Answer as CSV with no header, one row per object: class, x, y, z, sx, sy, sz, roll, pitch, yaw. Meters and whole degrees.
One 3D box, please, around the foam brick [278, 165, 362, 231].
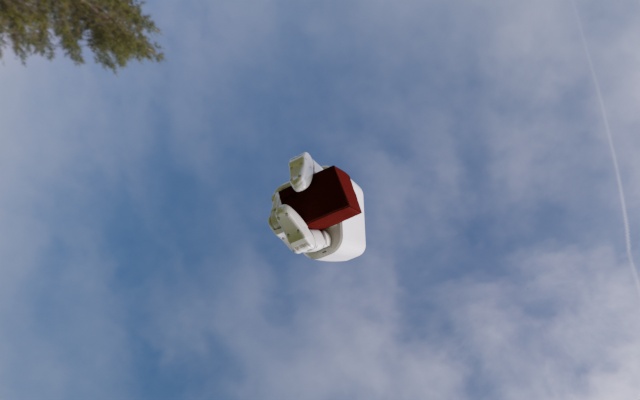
foam brick,0.000,0.002,0.558,0.078,0.053,0.051,-24,-19,19
